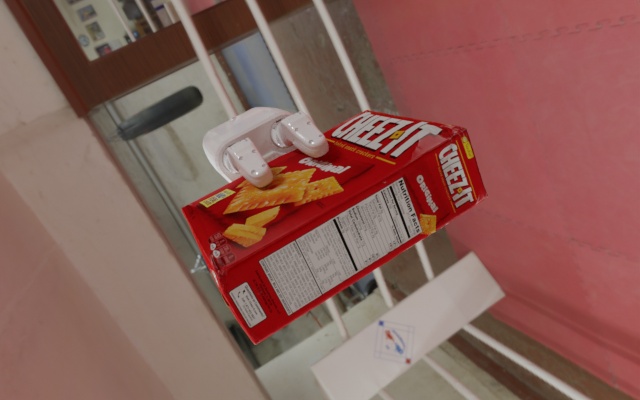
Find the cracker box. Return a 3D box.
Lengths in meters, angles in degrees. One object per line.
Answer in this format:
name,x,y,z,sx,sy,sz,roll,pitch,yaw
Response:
cracker box,0.000,0.002,0.409,0.213,0.072,0.164,-30,25,-13
